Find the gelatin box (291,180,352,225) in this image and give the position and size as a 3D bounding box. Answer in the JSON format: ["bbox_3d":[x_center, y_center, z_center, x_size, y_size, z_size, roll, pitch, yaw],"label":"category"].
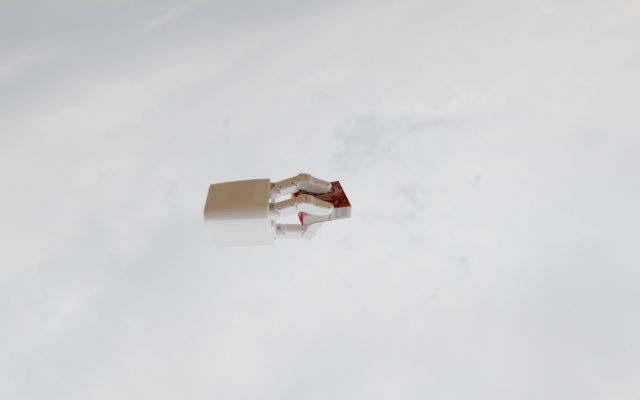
[{"bbox_3d":[0.000,0.003,0.812,0.089,0.030,0.073,-9,40,-13],"label":"gelatin box"}]
